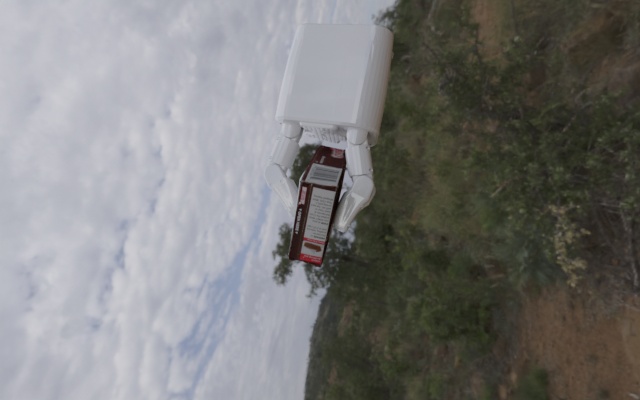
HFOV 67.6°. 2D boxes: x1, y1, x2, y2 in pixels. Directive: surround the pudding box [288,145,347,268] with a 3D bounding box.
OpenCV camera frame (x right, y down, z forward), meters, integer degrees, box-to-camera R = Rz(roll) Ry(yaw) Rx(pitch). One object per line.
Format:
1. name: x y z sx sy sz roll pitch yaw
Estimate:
1. pudding box: 0.000 0.002 0.499 0.039 0.090 0.113 13 25 6
